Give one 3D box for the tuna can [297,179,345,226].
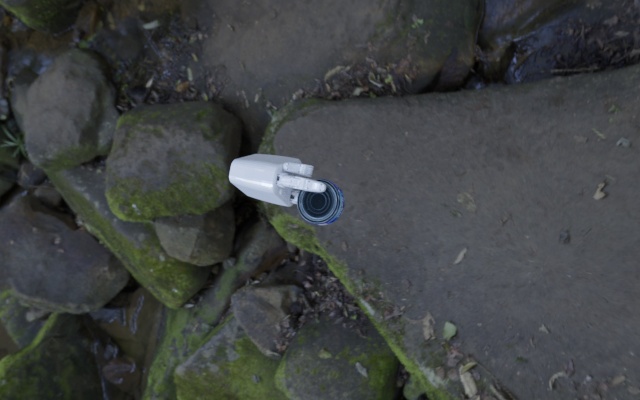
[{"bbox_3d":[0.000,0.003,0.889,0.086,0.086,0.034,0,-6,19],"label":"tuna can"}]
